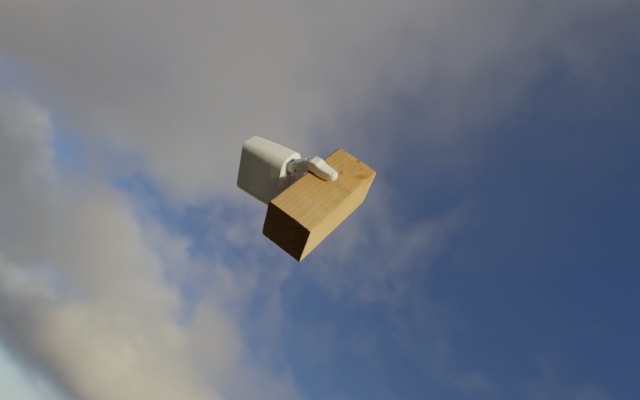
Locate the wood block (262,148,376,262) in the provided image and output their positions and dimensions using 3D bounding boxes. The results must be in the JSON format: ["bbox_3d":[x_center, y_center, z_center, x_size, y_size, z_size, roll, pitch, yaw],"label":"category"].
[{"bbox_3d":[0.000,0.002,0.865,0.090,0.091,0.206,36,49,16],"label":"wood block"}]
